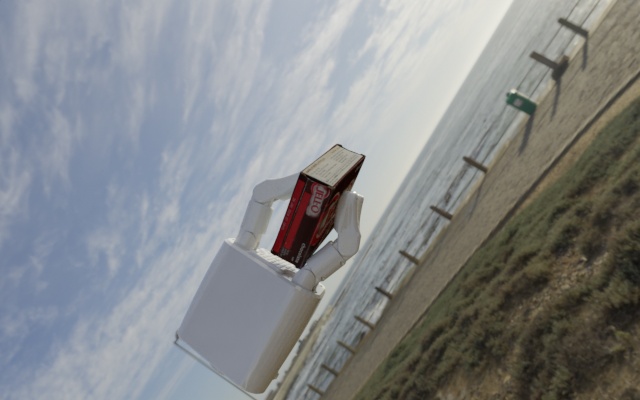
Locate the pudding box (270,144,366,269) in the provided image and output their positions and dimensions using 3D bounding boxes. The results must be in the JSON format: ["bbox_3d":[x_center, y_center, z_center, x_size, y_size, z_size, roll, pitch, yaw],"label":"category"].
[{"bbox_3d":[0.000,0.001,0.466,0.039,0.090,0.113,27,27,7],"label":"pudding box"}]
